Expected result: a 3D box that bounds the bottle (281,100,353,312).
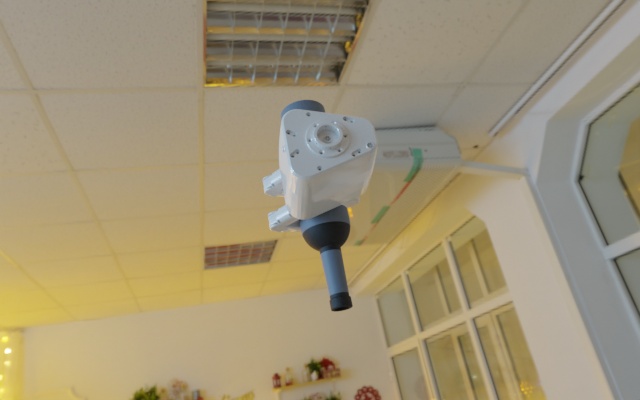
[{"bbox_3d":[0.000,0.002,0.649,0.069,0.295,0.069,-9,-24,-4],"label":"bottle"}]
